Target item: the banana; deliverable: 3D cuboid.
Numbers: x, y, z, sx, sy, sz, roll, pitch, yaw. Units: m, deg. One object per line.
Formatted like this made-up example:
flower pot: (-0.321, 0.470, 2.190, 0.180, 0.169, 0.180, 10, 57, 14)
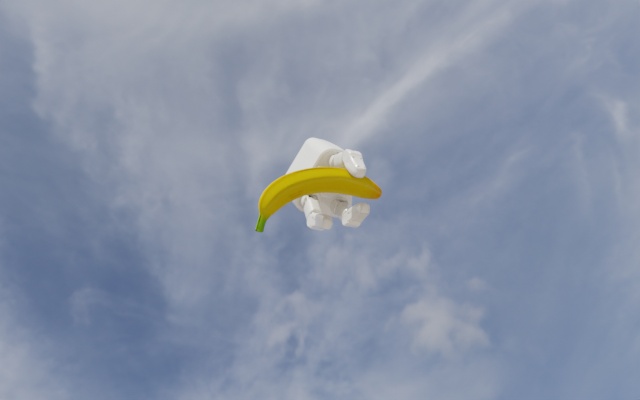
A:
banana: (-0.006, -0.014, 0.681, 0.198, 0.070, 0.037, -15, 19, -16)
